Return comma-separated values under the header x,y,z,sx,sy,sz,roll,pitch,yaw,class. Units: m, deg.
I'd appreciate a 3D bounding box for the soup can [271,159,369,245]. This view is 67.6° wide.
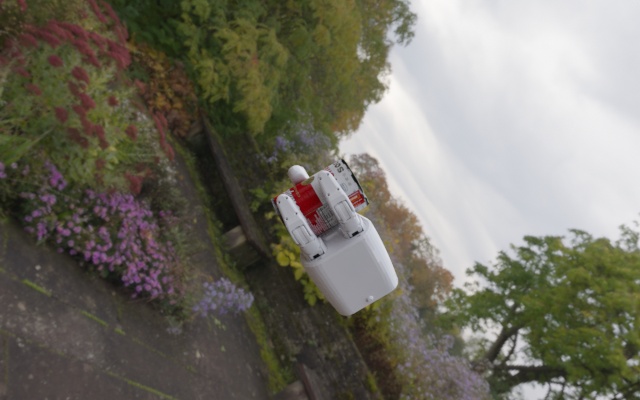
x,y,z,sx,sy,sz,roll,pitch,yaw,class
0.000,0.001,0.589,0.102,0.068,0.068,-30,-1,1,soup can
